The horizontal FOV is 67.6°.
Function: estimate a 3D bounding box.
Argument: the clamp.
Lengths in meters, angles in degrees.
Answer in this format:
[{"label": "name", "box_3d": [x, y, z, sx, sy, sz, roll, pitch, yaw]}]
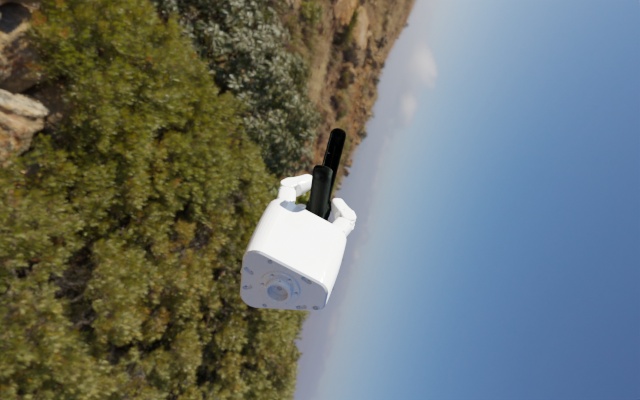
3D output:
[{"label": "clamp", "box_3d": [0.001, 0.003, 0.709, 0.036, 0.210, 0.164, 15, 35, 4]}]
